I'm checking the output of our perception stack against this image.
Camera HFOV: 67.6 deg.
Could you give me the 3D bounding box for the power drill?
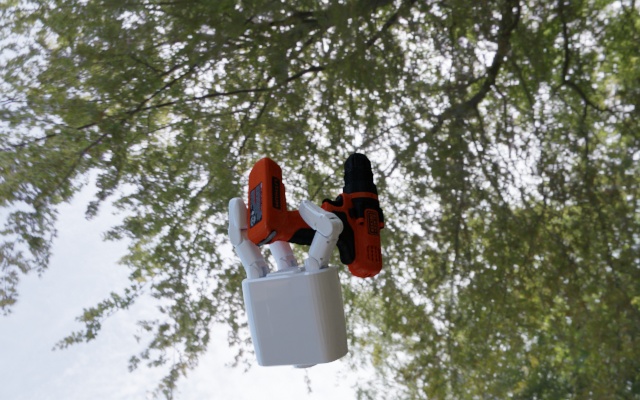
[{"bbox_3d":[0.000,0.002,0.627,0.188,0.184,0.057,12,-30,-28],"label":"power drill"}]
